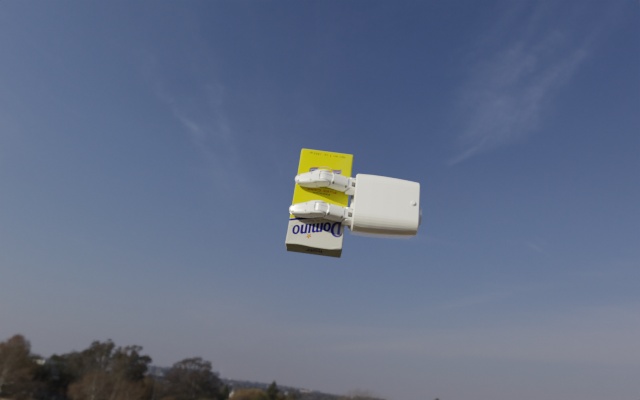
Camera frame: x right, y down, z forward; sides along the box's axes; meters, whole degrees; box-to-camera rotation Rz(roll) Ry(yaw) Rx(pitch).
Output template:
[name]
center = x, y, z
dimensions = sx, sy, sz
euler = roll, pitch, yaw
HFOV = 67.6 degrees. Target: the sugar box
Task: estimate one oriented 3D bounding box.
[sugar box]
center = 0.000, 0.002, 0.803
dimensions = 0.093, 0.176, 0.048
euler = 7, -26, 2
